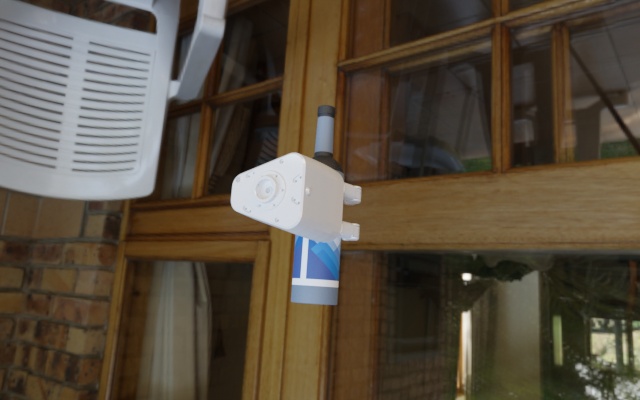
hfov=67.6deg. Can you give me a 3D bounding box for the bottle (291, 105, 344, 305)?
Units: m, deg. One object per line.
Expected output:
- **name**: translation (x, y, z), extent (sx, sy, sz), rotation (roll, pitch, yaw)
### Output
- **bottle**: translation (0.000, 0.003, 0.708), extent (0.069, 0.295, 0.069), rotation (4, -10, 1)
